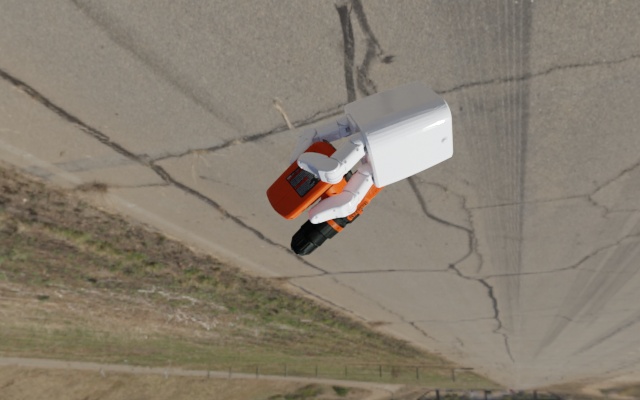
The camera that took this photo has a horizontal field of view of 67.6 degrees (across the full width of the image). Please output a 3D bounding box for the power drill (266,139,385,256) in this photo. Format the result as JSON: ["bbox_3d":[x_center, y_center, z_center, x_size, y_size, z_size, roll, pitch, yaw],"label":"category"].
[{"bbox_3d":[0.000,0.002,0.666,0.057,0.184,0.188,47,7,22],"label":"power drill"}]
